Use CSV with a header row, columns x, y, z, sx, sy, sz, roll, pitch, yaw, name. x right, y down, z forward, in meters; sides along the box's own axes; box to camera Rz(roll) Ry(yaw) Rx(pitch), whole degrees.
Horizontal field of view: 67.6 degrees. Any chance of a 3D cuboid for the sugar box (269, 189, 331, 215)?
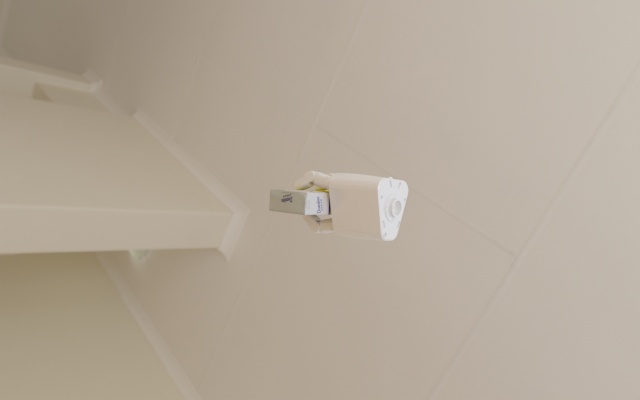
x,y,z,sx,sy,sz,roll,pitch,yaw,name
0.000,0.002,0.891,0.093,0.048,0.176,6,1,42,sugar box
